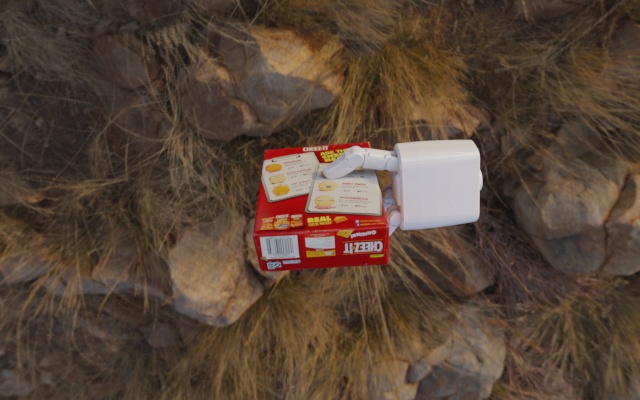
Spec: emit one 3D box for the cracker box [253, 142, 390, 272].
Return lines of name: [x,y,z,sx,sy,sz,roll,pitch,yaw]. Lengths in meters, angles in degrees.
cracker box: [0.000,0.002,0.663,0.164,0.072,0.213,-4,34,1]
